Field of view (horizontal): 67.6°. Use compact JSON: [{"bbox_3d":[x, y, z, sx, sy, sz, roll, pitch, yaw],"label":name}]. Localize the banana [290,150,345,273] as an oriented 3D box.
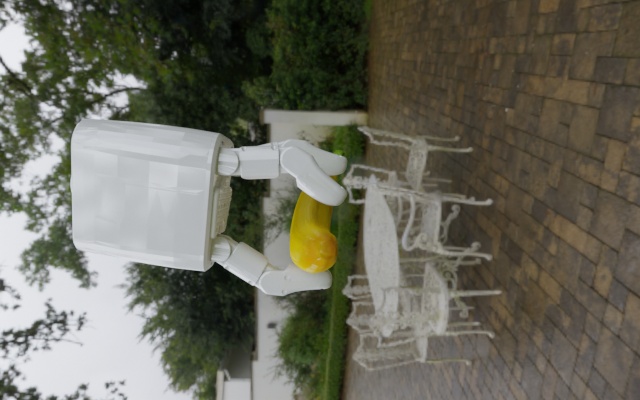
[{"bbox_3d":[-0.005,0.016,0.417,0.037,0.070,0.197,15,26,-4],"label":"banana"}]
